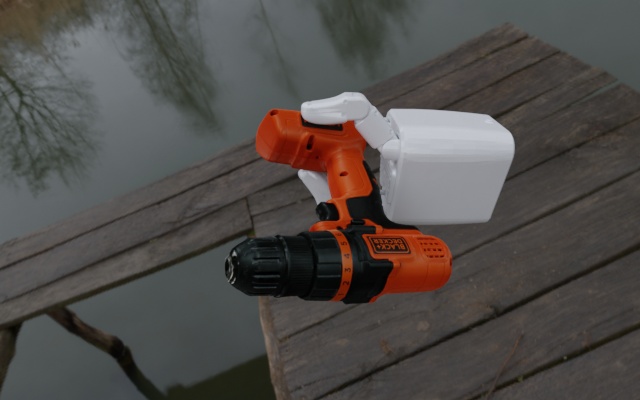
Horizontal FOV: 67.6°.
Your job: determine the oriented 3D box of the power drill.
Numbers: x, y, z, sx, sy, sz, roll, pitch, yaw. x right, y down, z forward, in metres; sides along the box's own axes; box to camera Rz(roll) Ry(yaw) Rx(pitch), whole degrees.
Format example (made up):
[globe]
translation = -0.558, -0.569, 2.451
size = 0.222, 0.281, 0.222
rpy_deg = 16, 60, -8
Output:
[power drill]
translation = 0.000, 0.001, 0.403
size = 0.184, 0.187, 0.057
rpy_deg = 5, -45, -28
